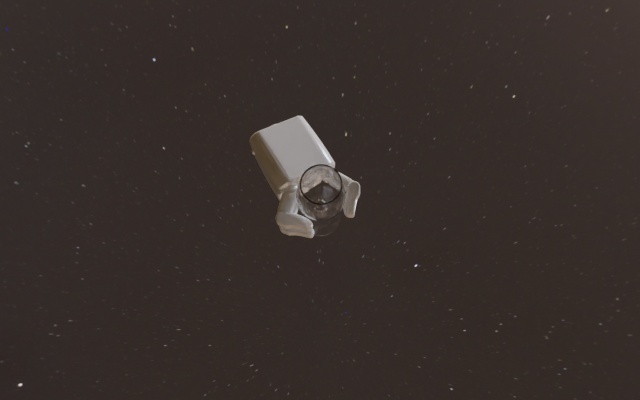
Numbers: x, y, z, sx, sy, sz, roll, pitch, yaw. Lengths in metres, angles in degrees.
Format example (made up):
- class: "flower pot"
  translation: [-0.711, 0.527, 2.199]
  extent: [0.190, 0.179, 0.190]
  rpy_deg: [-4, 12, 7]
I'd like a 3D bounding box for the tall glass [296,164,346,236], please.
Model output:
- class: "tall glass"
  translation: [0.000, 0.003, 0.784]
  extent: [0.079, 0.079, 0.201]
  rpy_deg: [0, -15, -1]
